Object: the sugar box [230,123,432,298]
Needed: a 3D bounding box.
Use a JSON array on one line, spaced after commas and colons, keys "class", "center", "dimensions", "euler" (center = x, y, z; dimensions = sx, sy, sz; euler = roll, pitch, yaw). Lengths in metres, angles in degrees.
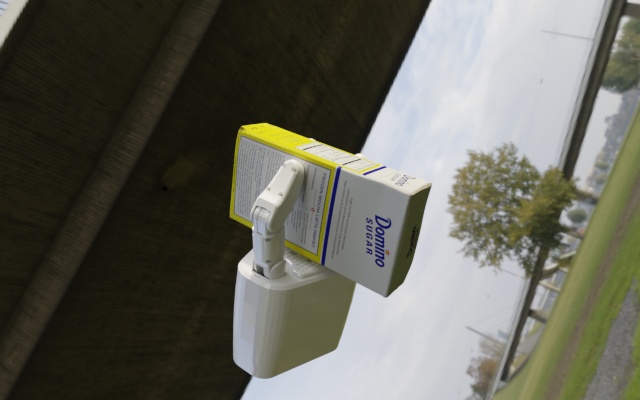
[{"class": "sugar box", "center": [0.000, 0.001, 0.413], "dimensions": [0.176, 0.093, 0.048], "euler": [23, 27, 28]}]
